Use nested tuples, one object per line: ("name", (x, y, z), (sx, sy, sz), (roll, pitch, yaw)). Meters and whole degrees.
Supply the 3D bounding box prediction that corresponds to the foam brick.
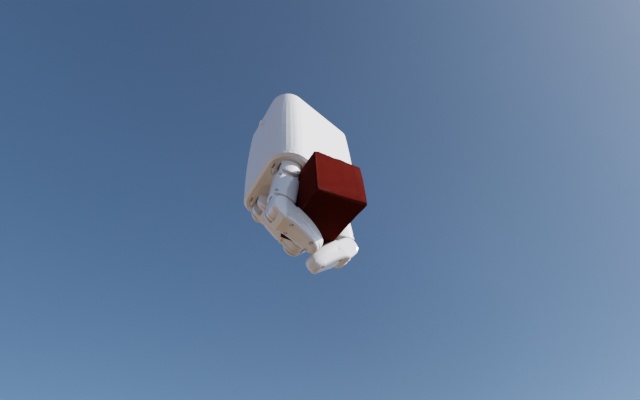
("foam brick", (0.000, 0.001, 0.457), (0.053, 0.051, 0.078), (19, -47, -23))
